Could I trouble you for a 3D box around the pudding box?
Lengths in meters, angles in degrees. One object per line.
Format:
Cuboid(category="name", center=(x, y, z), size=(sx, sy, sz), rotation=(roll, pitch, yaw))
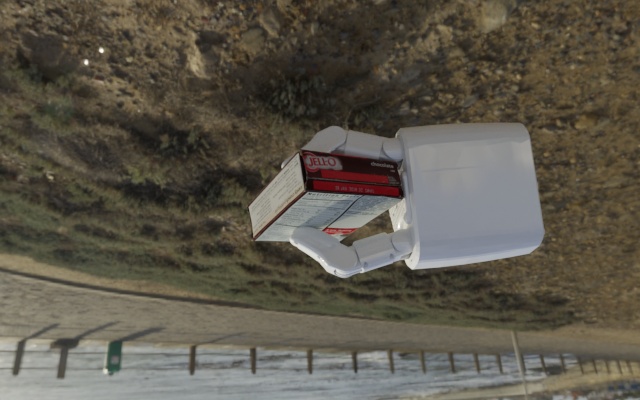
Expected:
Cuboid(category="pudding box", center=(0.000, 0.001, 0.400), size=(0.090, 0.039, 0.113), rotation=(5, -27, -29))
